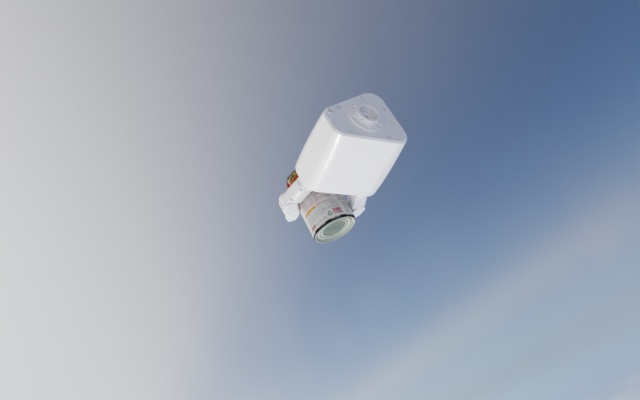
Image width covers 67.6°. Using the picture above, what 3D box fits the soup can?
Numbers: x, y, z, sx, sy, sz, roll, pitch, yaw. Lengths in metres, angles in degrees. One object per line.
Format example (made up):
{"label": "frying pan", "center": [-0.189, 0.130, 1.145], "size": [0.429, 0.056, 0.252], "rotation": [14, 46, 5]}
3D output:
{"label": "soup can", "center": [0.000, 0.003, 0.700], "size": [0.068, 0.102, 0.068], "rotation": [-22, -28, -12]}
